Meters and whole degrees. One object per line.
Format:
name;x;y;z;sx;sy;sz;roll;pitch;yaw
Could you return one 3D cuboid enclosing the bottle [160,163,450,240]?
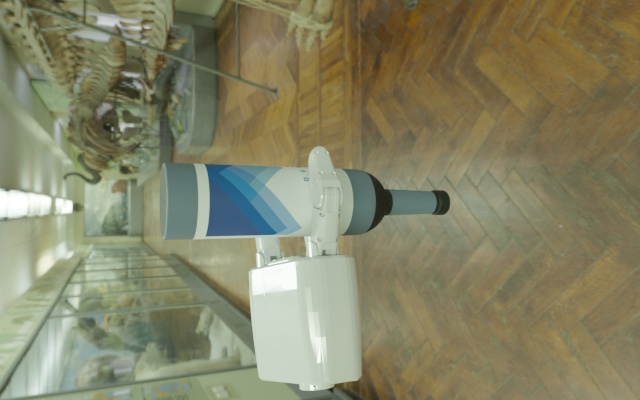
bottle;0.000;0.001;0.467;0.296;0.069;0.069;0;0;-24
